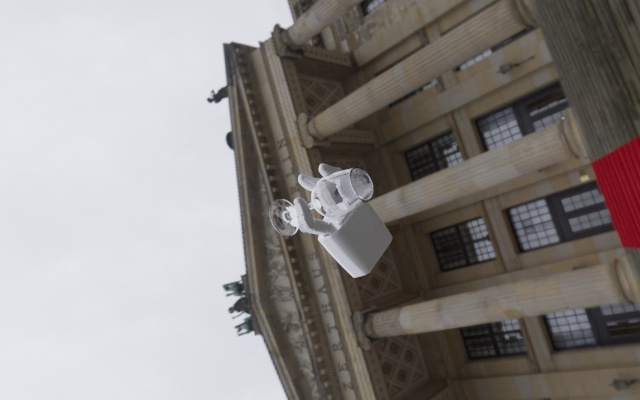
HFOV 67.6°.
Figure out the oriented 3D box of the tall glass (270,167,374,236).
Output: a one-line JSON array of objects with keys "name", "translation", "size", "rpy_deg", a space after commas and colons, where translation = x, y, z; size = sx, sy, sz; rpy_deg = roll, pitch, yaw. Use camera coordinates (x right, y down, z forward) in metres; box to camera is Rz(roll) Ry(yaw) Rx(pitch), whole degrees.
[{"name": "tall glass", "translation": [0.000, 0.003, 0.862], "size": [0.201, 0.079, 0.079], "rpy_deg": [-24, -16, 40]}]
